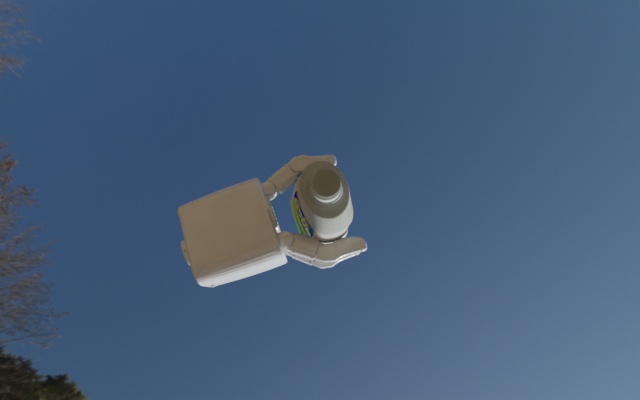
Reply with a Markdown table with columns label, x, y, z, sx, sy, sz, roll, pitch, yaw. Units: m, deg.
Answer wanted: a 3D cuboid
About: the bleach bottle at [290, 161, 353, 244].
| label | x | y | z | sx | sy | sz | roll | pitch | yaw |
| --- | --- | --- | --- | --- | --- | --- | --- | --- | --- |
| bleach bottle | 0.000 | 0.002 | 0.584 | 0.068 | 0.102 | 0.251 | -19 | -11 | -5 |
